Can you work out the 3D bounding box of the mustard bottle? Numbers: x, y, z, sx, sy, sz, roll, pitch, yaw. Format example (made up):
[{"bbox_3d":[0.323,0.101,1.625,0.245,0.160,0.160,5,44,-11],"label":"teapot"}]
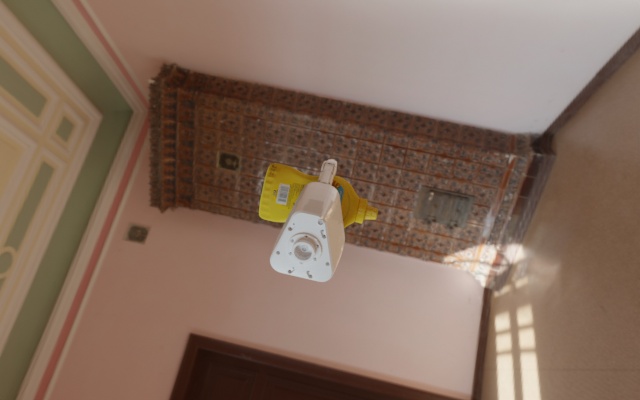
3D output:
[{"bbox_3d":[0.000,0.002,0.794,0.191,0.096,0.058,12,0,5],"label":"mustard bottle"}]
